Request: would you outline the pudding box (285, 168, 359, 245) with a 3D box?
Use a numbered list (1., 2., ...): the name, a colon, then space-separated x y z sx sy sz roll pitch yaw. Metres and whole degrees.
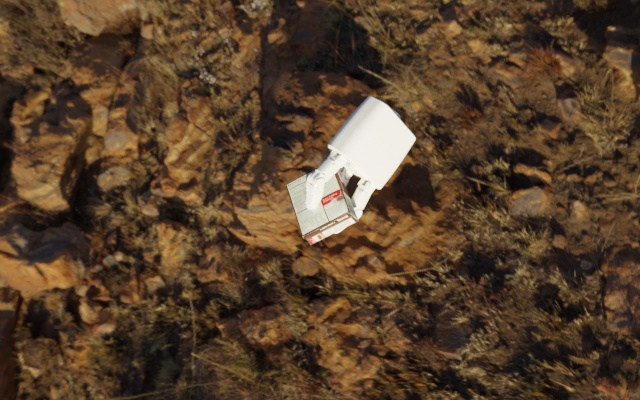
1. pudding box: 0.000 0.002 0.784 0.090 0.113 0.039 -28 -36 13
